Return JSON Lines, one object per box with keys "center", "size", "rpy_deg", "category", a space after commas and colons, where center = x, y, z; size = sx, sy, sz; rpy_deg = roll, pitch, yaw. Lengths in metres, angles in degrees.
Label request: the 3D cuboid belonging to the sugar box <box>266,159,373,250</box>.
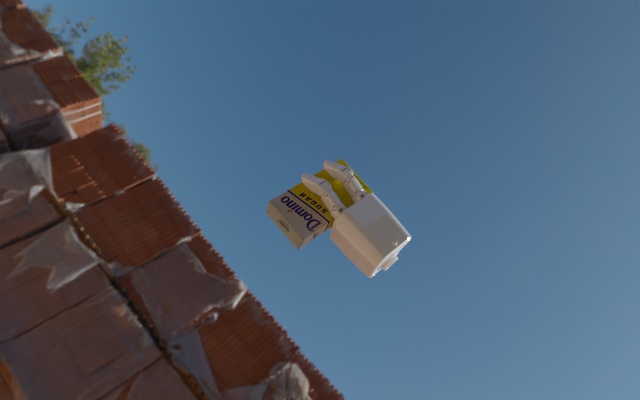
{"center": [0.000, 0.003, 0.853], "size": [0.176, 0.093, 0.048], "rpy_deg": [-32, -18, -33], "category": "sugar box"}
